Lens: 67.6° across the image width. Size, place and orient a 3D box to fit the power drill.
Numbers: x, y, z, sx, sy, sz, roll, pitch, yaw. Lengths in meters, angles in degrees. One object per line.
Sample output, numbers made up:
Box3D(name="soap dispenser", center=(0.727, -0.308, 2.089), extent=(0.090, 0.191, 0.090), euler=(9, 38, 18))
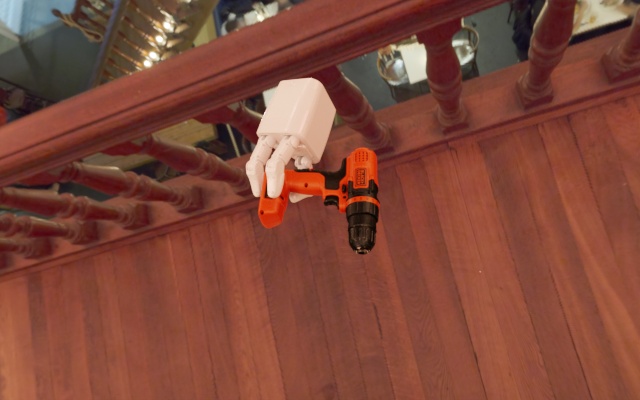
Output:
Box3D(name="power drill", center=(0.000, 0.002, 0.759), extent=(0.187, 0.184, 0.057), euler=(-2, -33, 10))
